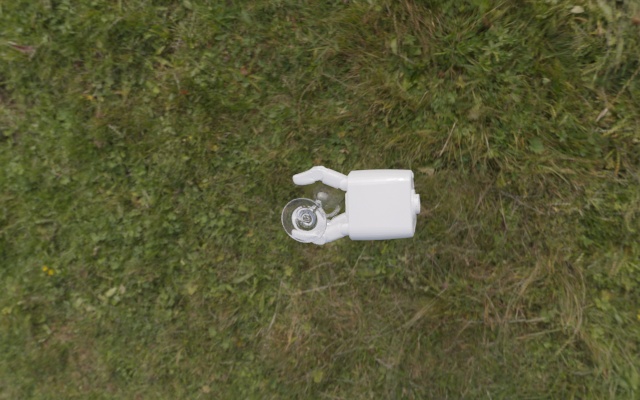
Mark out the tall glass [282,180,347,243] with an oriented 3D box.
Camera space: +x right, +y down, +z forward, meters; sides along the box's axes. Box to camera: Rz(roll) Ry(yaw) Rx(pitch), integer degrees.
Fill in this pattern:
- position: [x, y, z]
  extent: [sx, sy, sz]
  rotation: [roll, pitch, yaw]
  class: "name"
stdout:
- position: [0.000, 0.003, 0.839]
  extent: [0.079, 0.079, 0.201]
  rotation: [0, 17, 15]
  class: "tall glass"
